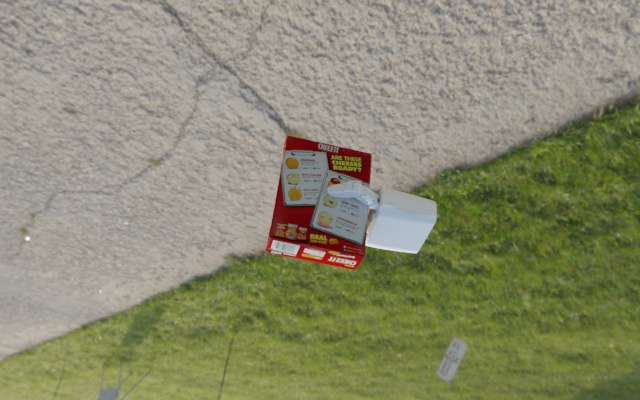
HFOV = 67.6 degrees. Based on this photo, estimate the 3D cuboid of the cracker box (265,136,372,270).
[{"bbox_3d":[0.000,0.003,0.850,0.164,0.213,0.072,12,-32,-8],"label":"cracker box"}]
